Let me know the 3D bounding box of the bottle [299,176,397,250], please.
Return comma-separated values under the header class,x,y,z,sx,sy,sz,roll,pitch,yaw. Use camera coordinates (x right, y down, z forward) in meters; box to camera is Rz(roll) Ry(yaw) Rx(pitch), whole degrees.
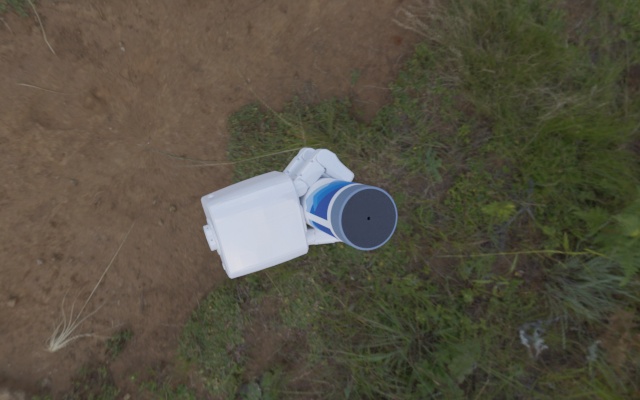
class,x,y,z,sx,sy,sz,roll,pitch,yaw
bottle,0.000,0.002,0.625,0.069,0.069,0.295,0,6,-20
